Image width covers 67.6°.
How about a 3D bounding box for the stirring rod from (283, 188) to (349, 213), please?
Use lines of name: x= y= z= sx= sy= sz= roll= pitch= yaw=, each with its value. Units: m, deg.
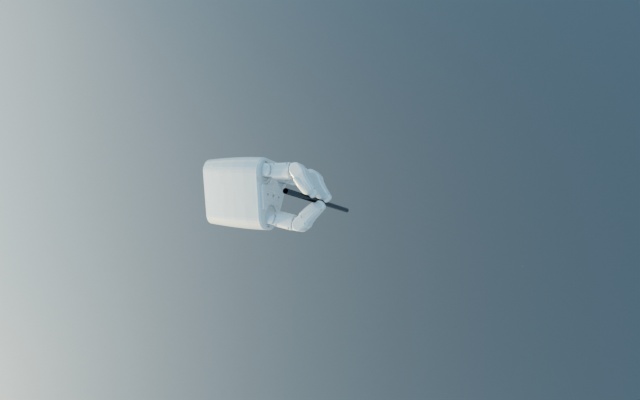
stirring rod: x=0.000 y=0.002 z=0.740 sx=0.011 sy=0.011 sz=0.239 roll=0 pitch=-7 yaw=23
